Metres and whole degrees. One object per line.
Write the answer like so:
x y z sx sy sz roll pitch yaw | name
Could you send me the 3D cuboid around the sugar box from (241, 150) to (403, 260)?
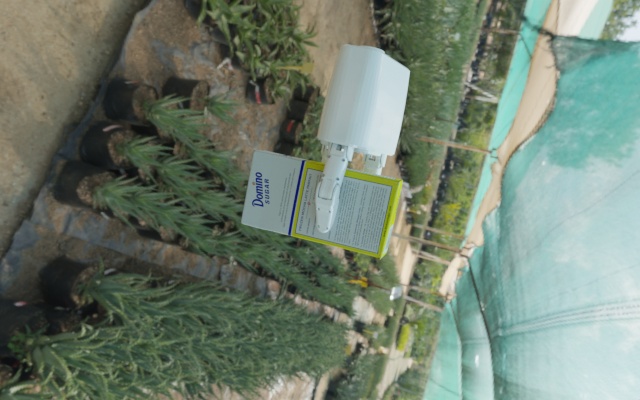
0.000 0.002 0.566 0.176 0.093 0.048 14 8 15 | sugar box
